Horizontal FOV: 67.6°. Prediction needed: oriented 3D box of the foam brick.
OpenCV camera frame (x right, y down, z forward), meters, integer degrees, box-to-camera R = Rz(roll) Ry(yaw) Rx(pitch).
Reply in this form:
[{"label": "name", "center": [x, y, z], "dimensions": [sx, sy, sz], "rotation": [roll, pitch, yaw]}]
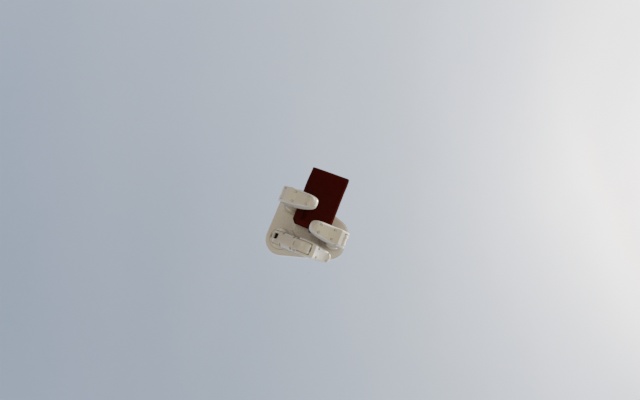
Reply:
[{"label": "foam brick", "center": [0.000, 0.002, 0.653], "dimensions": [0.053, 0.078, 0.051], "rotation": [22, -8, 3]}]
